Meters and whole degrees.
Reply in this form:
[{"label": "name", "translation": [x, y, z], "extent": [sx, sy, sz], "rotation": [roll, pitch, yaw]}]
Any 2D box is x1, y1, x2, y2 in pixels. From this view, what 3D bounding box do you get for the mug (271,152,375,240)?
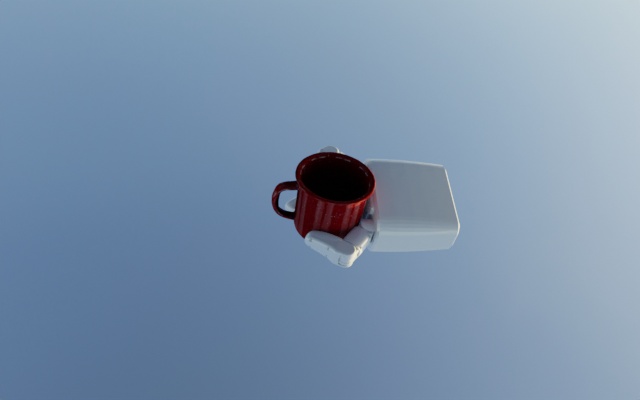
[{"label": "mug", "translation": [-0.001, 0.002, 0.569], "extent": [0.117, 0.082, 0.093], "rotation": [0, 43, -13]}]
